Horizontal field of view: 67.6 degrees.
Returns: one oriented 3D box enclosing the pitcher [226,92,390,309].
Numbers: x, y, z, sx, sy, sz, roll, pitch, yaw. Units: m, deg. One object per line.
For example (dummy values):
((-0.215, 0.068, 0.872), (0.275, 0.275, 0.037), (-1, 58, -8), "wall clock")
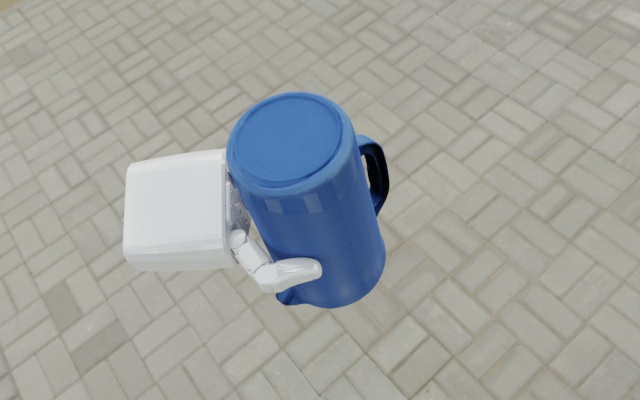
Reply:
((0.000, 0.002, 0.487), (0.145, 0.149, 0.243), (-5, -31, 8), "pitcher")
